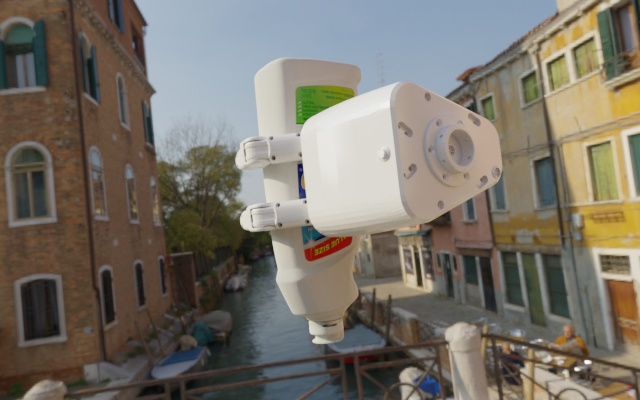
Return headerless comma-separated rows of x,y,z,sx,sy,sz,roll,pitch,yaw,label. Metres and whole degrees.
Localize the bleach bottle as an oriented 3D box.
0.000,0.001,0.444,0.102,0.251,0.068,-4,-4,-33,bleach bottle
